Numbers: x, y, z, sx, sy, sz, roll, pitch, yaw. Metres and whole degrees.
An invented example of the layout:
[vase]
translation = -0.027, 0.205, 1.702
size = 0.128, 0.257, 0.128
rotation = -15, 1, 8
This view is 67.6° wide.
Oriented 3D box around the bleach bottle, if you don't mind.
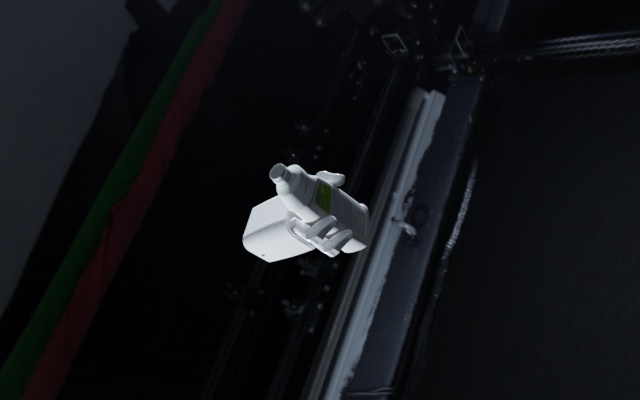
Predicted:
[bleach bottle]
translation = 0.000, 0.003, 0.846
size = 0.068, 0.102, 0.251
rotation = -21, -38, 27
